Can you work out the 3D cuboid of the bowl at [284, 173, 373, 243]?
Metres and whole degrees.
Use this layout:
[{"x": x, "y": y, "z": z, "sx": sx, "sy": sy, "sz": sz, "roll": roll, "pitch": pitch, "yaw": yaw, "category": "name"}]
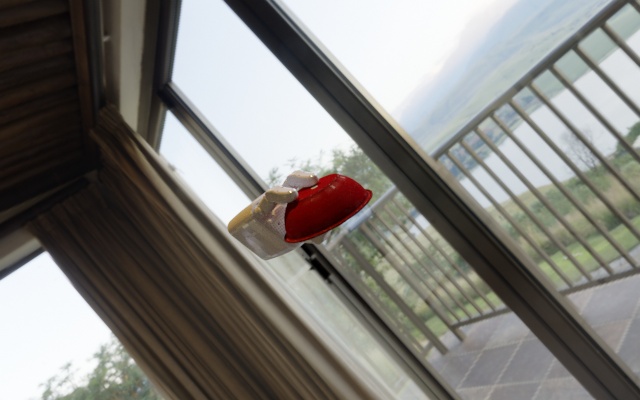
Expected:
[{"x": 0.001, "y": 0.002, "z": 0.765, "sx": 0.162, "sy": 0.055, "sz": 0.162, "roll": -27, "pitch": 13, "yaw": 7, "category": "bowl"}]
